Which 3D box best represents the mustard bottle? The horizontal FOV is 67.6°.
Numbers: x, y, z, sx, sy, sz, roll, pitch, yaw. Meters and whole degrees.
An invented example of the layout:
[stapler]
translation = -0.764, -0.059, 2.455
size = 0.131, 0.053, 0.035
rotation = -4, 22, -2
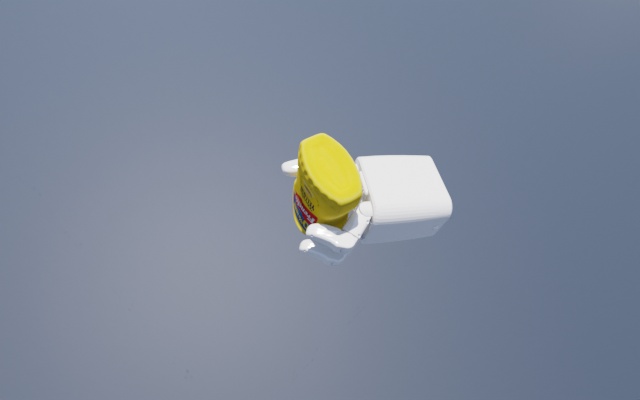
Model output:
[mustard bottle]
translation = 0.000, 0.002, 0.625
size = 0.058, 0.096, 0.192
rotation = -26, -19, -19
